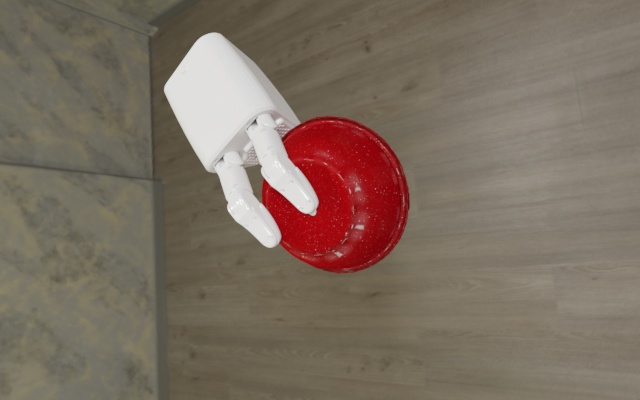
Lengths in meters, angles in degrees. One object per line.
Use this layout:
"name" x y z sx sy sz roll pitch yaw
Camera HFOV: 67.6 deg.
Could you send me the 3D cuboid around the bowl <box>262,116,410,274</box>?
"bowl" 0.001 0.002 0.460 0.162 0.162 0.055 0 12 26
